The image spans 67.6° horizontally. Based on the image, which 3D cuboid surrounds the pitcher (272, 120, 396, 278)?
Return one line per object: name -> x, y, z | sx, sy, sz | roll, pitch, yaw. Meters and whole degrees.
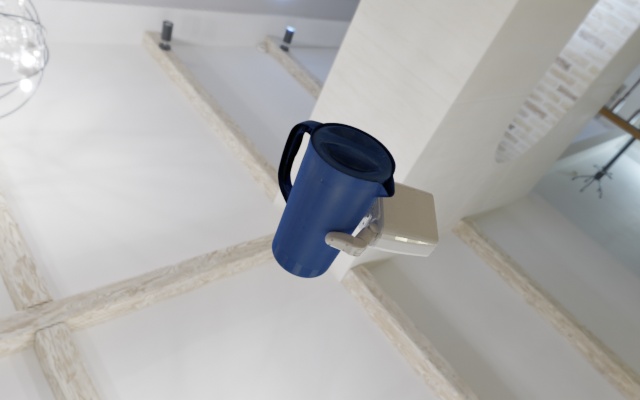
pitcher -> 0.000, 0.003, 0.754 | 0.145, 0.243, 0.149 | 12, 39, -18
